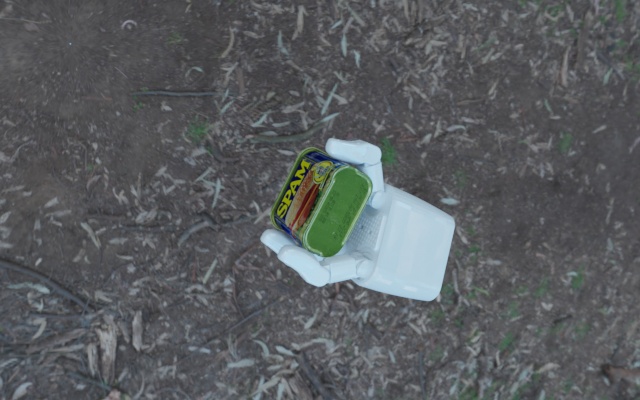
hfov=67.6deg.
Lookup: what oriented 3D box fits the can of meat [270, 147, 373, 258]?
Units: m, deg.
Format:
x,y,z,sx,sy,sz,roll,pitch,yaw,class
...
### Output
x,y,z,sx,sy,sz,roll,pitch,yaw,class
0.000,0.002,0.511,0.057,0.102,0.084,25,4,-32,can of meat
